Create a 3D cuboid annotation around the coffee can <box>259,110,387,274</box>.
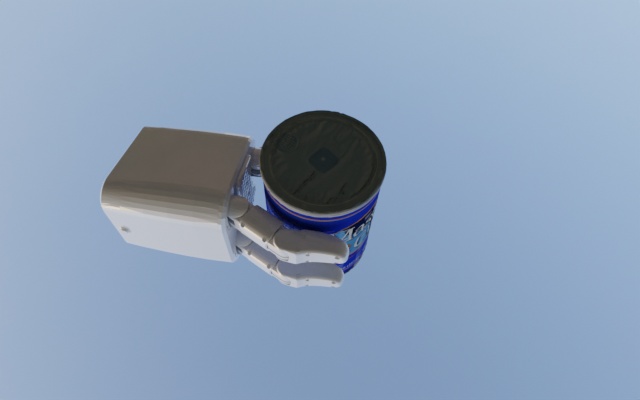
[{"bbox_3d":[0.000,0.001,0.443,0.103,0.102,0.140,0,-31,-2],"label":"coffee can"}]
